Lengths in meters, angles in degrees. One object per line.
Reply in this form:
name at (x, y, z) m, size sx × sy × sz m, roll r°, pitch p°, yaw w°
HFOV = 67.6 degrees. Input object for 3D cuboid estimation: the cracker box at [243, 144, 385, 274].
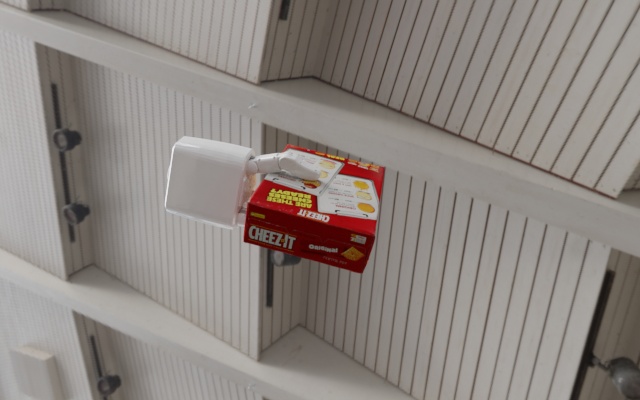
cracker box at (0.000, 0.002, 0.686) m, size 0.164 × 0.072 × 0.213 m, roll 14°, pitch 29°, yaw 4°
